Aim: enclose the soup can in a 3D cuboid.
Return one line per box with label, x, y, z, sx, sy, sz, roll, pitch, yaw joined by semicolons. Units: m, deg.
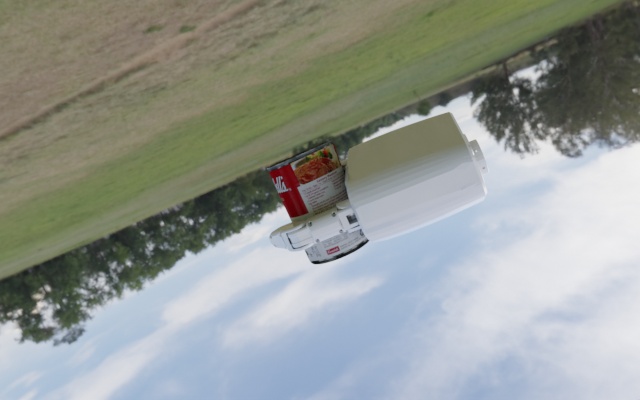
soup can;0.000;0.002;0.461;0.068;0.102;0.068;-23;8;3
